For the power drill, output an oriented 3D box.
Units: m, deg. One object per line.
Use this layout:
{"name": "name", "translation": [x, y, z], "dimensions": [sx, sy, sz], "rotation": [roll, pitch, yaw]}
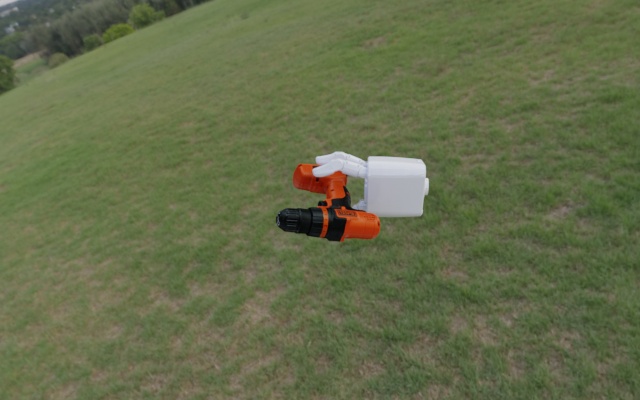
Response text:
{"name": "power drill", "translation": [0.000, 0.003, 0.873], "dimensions": [0.184, 0.057, 0.187], "rotation": [7, 33, -18]}
